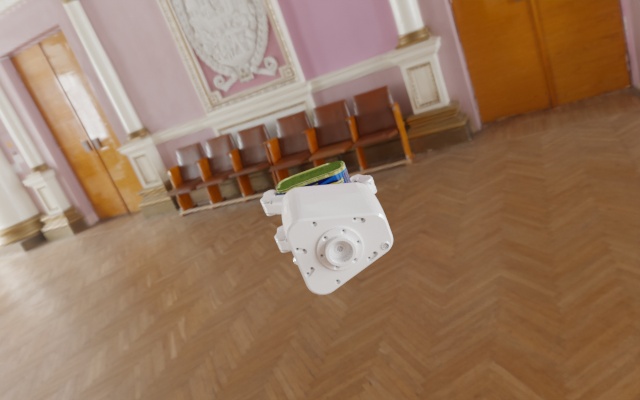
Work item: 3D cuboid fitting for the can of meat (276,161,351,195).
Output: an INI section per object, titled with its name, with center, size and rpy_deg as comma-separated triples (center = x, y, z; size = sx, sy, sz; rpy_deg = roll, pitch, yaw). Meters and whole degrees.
[can of meat]
center = 0.000, 0.002, 0.645
size = 0.102, 0.084, 0.057
rpy_deg = -20, 19, 5
